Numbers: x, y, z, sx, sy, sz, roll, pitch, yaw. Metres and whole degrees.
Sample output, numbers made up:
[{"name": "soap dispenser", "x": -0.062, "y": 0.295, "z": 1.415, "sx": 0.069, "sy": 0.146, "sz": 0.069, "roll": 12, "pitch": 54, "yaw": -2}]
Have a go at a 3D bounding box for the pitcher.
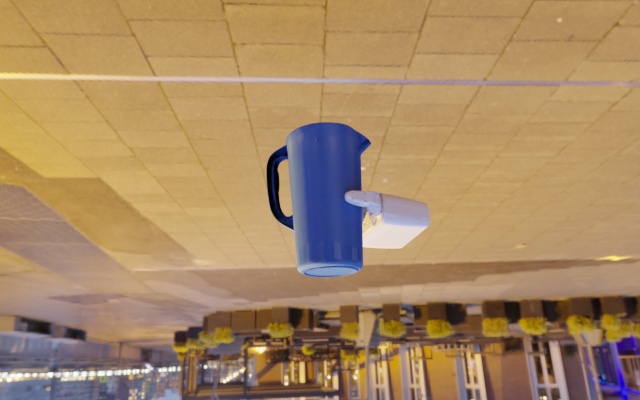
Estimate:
[{"name": "pitcher", "x": 0.000, "y": 0.003, "z": 0.809, "sx": 0.145, "sy": 0.242, "sz": 0.149, "roll": 8, "pitch": -21, "yaw": -29}]
